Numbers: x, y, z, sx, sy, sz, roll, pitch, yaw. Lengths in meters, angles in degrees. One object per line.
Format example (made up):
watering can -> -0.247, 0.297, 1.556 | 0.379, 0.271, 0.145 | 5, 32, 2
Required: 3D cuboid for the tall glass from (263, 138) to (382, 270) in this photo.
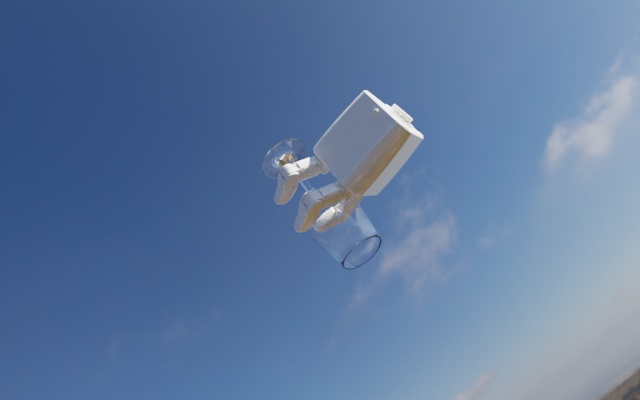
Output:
tall glass -> 0.000, 0.002, 0.662 | 0.079, 0.079, 0.201 | 0, 41, -46
